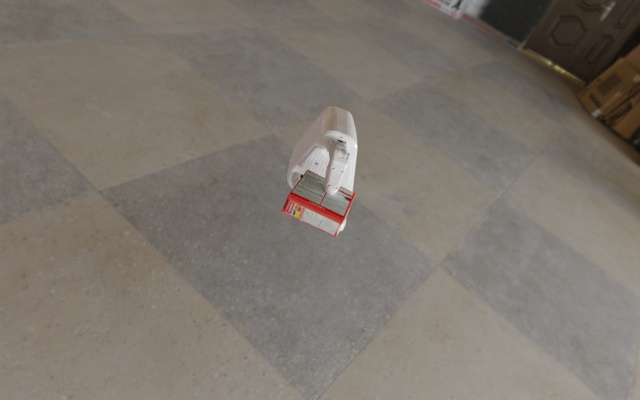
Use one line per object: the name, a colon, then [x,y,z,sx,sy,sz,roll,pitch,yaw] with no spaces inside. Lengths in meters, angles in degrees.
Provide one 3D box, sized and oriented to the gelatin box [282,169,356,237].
gelatin box: [0.000,0.002,0.602,0.073,0.030,0.089,25,27,2]
